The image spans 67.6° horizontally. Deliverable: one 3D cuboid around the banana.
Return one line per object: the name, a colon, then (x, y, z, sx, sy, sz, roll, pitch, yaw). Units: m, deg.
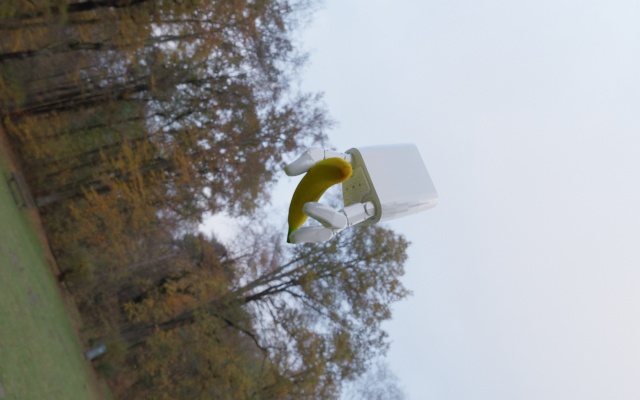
banana: (-0.005, -0.012, 0.654, 0.037, 0.069, 0.198, 2, -31, -25)
